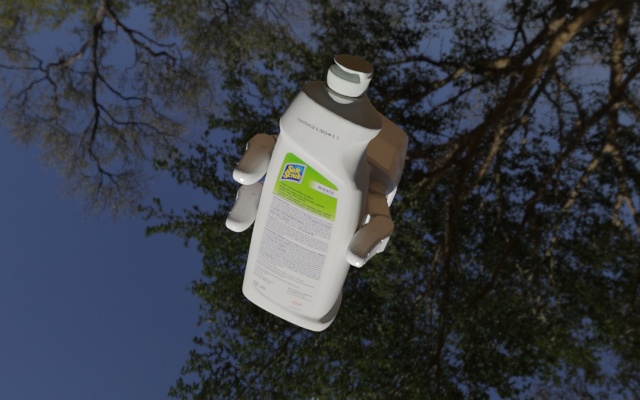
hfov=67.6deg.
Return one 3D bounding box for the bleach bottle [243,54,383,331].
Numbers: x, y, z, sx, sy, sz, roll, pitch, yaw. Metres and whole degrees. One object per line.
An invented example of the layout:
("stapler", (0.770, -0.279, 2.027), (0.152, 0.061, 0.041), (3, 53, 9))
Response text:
("bleach bottle", (0.000, 0.001, 0.412), (0.102, 0.251, 0.068), (23, 37, 6))
